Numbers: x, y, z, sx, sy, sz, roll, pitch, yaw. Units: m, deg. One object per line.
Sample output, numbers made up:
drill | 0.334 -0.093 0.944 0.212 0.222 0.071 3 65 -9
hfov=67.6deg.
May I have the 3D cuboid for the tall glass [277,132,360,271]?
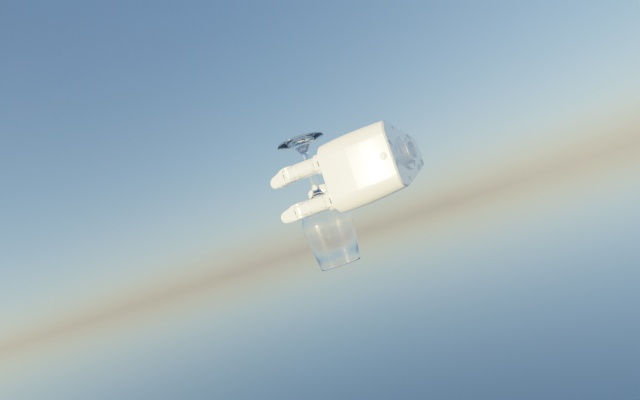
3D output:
tall glass | 0.000 0.002 0.726 0.079 0.201 0.079 -18 -5 -2
